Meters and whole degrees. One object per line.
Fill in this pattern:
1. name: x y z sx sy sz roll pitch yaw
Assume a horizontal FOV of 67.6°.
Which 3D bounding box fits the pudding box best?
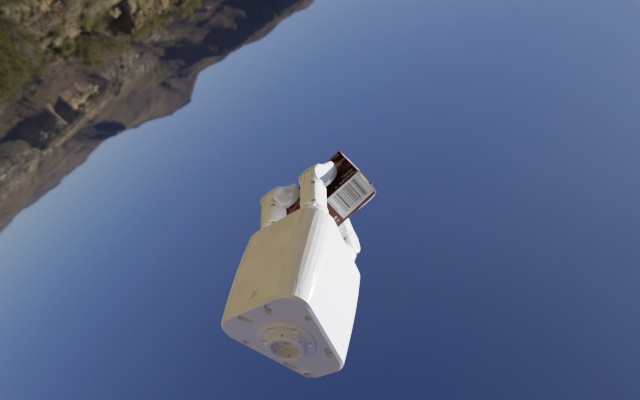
1. pudding box: 0.000 0.002 0.542 0.113 0.039 0.090 -40 23 4
